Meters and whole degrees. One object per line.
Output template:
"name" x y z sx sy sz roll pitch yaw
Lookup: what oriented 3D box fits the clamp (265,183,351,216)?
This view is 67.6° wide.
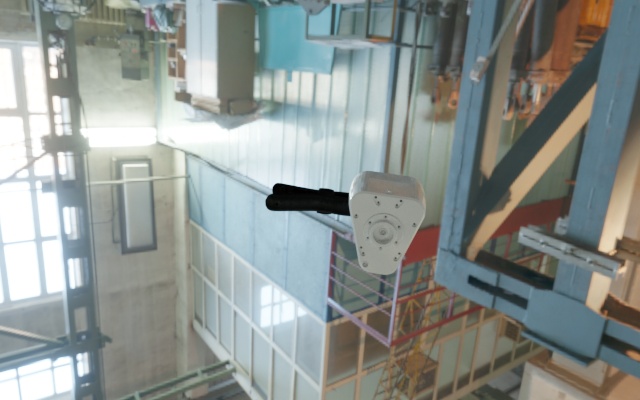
"clamp" 0.000 0.003 0.701 0.171 0.039 0.120 6 16 7
